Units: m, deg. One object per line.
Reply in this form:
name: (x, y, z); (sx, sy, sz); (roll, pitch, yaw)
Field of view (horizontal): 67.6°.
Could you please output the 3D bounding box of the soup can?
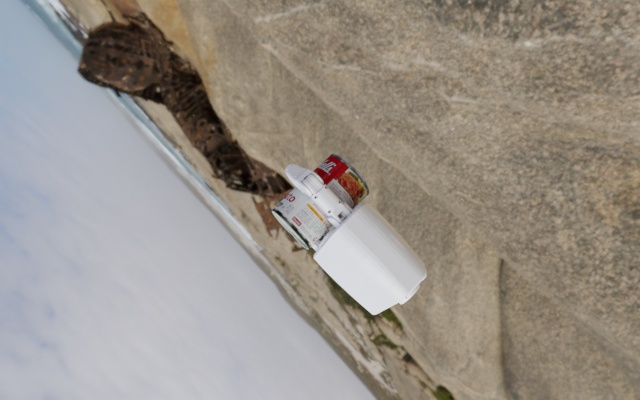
soup can: (0.000, 0.002, 0.581); (0.102, 0.068, 0.068); (-43, 9, -10)
